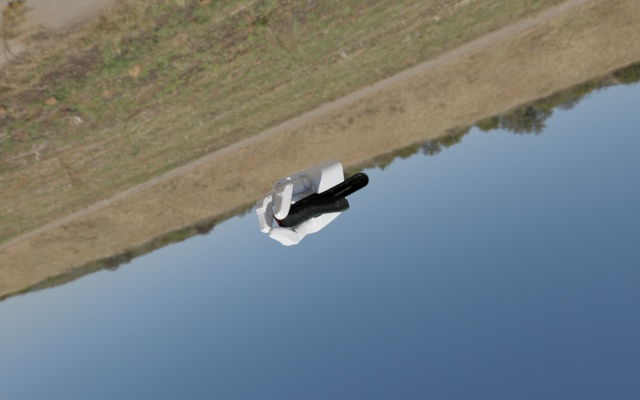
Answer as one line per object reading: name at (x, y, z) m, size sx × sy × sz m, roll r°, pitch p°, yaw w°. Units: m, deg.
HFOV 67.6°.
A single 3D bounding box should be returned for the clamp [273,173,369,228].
clamp at (0.000, 0.003, 0.783) m, size 0.171 × 0.039 × 0.120 m, roll -16°, pitch 10°, yaw 37°
